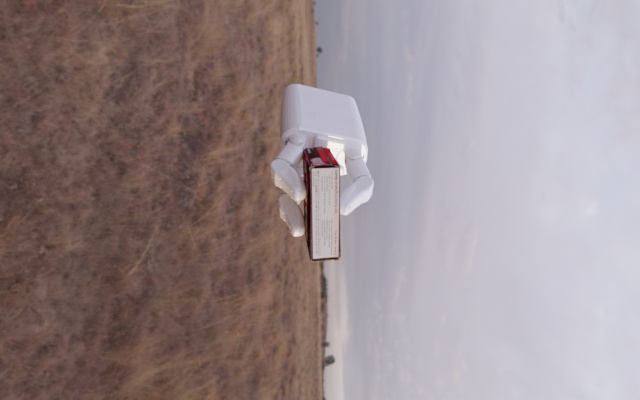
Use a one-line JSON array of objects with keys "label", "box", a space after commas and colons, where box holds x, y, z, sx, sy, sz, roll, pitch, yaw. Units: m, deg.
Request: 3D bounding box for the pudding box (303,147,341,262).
[{"label": "pudding box", "box": [0.000, 0.002, 0.555, 0.039, 0.113, 0.090, -4, 19, -4]}]
